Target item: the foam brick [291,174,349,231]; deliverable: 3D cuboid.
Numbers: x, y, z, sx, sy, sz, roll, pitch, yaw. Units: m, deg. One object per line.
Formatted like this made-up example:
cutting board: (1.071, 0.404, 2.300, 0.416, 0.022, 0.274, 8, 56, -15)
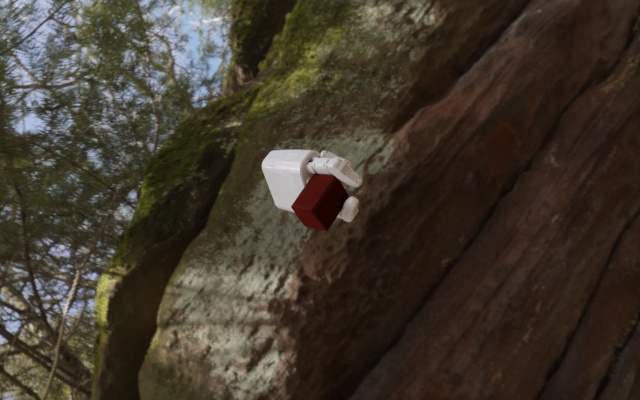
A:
foam brick: (0.000, 0.003, 0.778, 0.051, 0.078, 0.053, 8, -37, 41)
